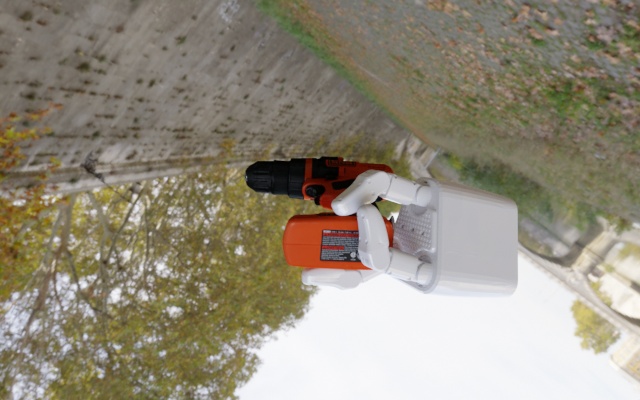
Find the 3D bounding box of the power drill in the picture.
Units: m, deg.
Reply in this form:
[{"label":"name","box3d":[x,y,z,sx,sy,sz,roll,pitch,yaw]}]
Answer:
[{"label":"power drill","box3d":[0.000,0.002,0.528,0.184,0.057,0.187,1,27,-1]}]
